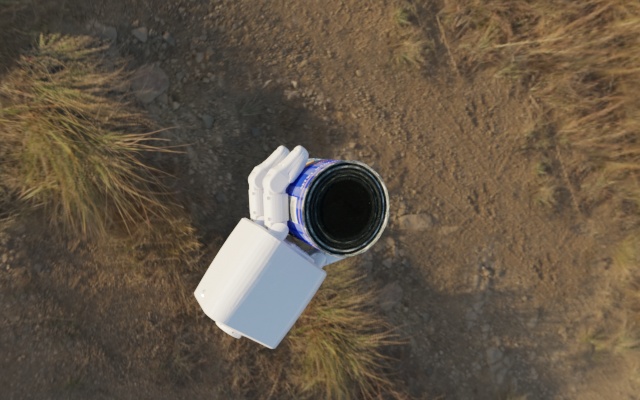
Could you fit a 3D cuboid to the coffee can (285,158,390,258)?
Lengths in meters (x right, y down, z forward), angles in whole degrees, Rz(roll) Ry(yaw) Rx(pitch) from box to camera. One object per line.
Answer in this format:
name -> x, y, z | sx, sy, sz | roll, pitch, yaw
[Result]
coffee can -> 0.000, 0.002, 0.556 | 0.103, 0.103, 0.140 | 0, 6, -24
